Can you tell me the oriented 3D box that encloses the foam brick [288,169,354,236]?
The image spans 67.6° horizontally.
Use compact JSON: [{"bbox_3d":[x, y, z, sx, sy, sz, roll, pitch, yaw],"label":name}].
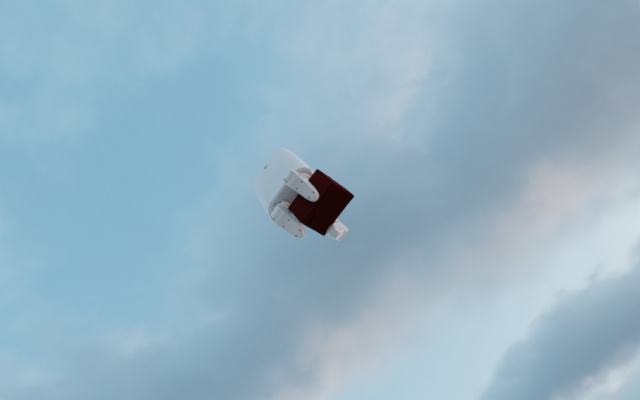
[{"bbox_3d":[0.000,0.002,0.716,0.053,0.078,0.051,32,9,-37],"label":"foam brick"}]
